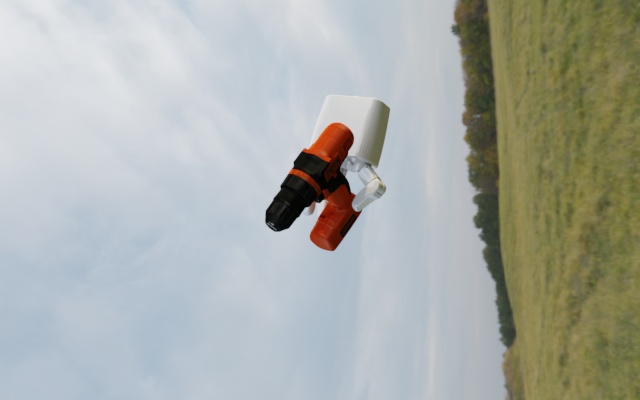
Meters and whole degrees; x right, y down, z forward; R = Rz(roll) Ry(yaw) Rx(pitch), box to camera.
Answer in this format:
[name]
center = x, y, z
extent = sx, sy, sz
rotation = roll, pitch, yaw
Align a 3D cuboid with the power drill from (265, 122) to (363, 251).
[power drill]
center = 0.000, 0.002, 0.715
extent = 0.057, 0.184, 0.188
rotation = 27, -21, 26
